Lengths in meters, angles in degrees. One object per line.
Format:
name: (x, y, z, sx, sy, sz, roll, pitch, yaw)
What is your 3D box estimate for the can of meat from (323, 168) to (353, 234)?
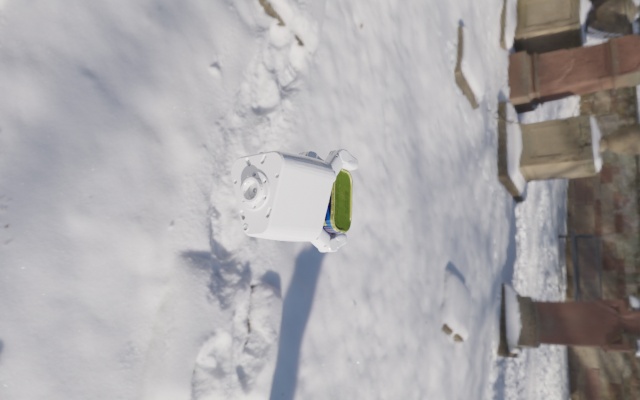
can of meat: (0.000, 0.002, 0.727, 0.084, 0.102, 0.057, -6, -12, 35)
